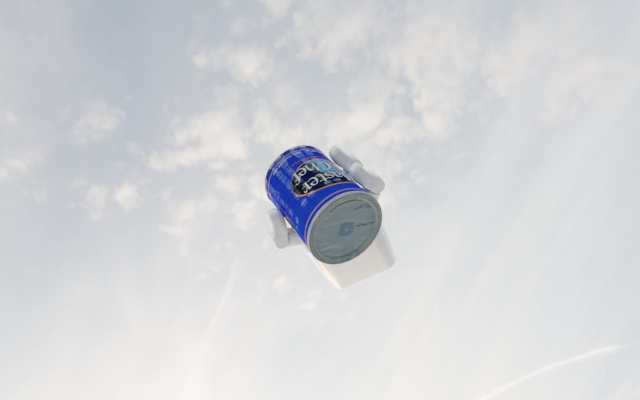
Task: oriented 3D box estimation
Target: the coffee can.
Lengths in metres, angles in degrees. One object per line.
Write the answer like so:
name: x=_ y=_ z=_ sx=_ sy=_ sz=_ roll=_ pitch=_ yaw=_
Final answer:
coffee can: x=0.000 y=0.002 z=0.627 sx=0.103 sy=0.103 sz=0.140 roll=0 pitch=29 yaw=-32
